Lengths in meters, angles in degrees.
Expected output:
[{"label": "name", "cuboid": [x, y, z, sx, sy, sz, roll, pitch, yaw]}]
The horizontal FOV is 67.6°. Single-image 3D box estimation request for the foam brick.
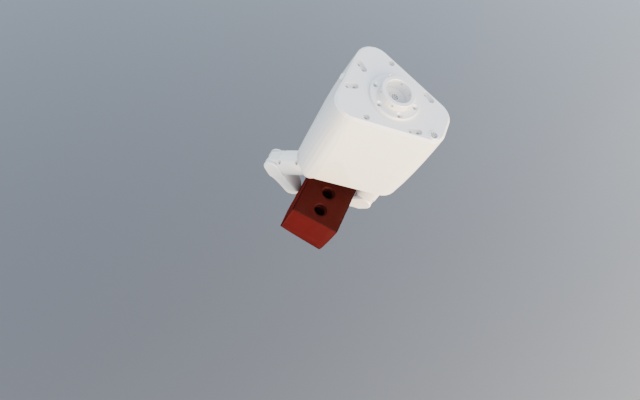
[{"label": "foam brick", "cuboid": [0.000, 0.002, 0.518, 0.053, 0.078, 0.051, 29, -30, -7]}]
